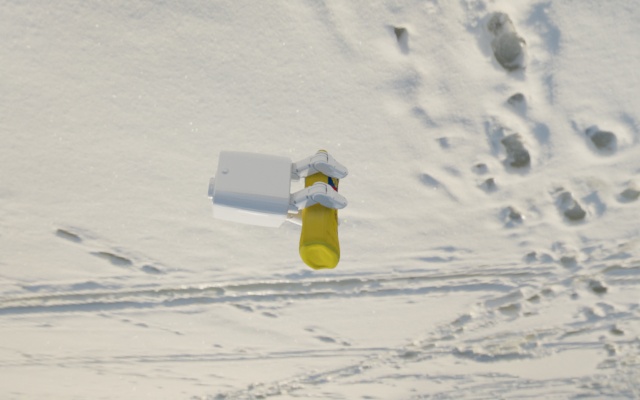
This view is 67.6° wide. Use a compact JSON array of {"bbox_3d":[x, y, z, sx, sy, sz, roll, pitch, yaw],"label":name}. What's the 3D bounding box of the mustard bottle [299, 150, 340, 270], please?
[{"bbox_3d":[0.000,0.003,0.733,0.058,0.191,0.096,-5,-32,10],"label":"mustard bottle"}]
